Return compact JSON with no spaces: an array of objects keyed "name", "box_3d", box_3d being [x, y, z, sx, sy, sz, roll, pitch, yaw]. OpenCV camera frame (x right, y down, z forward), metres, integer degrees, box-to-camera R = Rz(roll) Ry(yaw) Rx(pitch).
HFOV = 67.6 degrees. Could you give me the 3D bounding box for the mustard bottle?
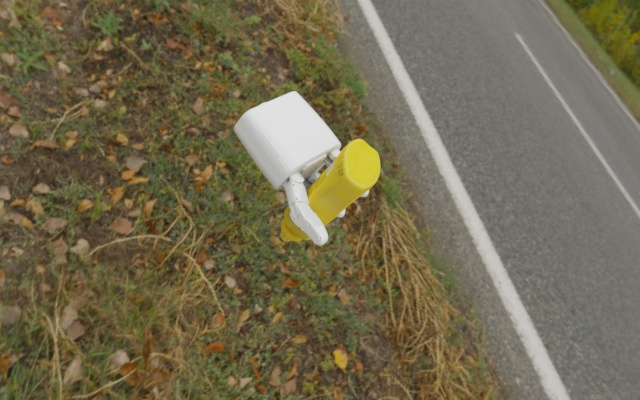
[{"name":"mustard bottle","box_3d":[0.000,0.002,0.663,0.058,0.096,0.192,37,-51,-12]}]
